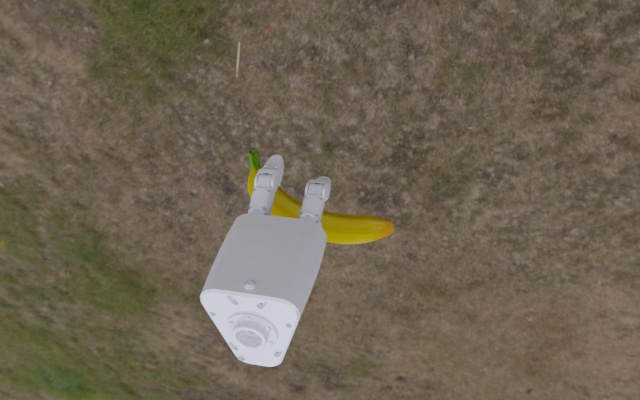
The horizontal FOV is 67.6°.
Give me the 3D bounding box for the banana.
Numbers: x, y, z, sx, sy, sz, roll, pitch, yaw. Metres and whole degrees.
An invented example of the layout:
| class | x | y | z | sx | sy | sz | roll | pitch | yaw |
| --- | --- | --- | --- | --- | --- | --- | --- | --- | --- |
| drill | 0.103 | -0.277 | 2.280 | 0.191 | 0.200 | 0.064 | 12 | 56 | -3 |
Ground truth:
| class | x | y | z | sx | sy | sz | roll | pitch | yaw |
| --- | --- | --- | --- | --- | --- | --- | --- | --- | --- |
| banana | -0.011 | 0.014 | 0.581 | 0.198 | 0.070 | 0.037 | 27 | 32 | -5 |
